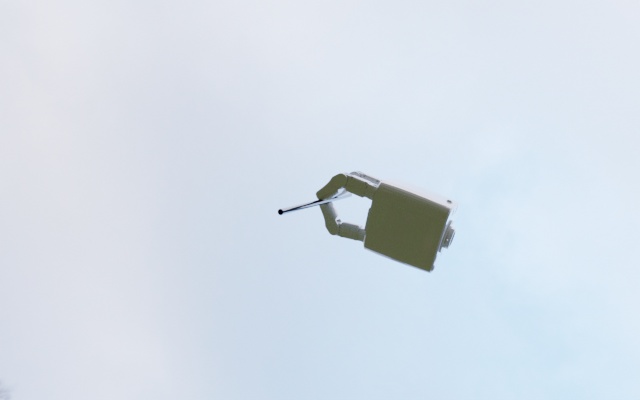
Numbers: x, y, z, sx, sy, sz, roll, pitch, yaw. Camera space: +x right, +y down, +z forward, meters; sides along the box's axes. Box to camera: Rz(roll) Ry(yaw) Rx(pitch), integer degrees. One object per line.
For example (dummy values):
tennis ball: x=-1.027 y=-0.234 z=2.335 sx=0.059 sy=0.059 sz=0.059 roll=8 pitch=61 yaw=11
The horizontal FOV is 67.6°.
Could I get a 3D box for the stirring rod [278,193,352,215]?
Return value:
stirring rod: x=0.000 y=0.002 z=0.705 sx=0.011 sy=0.011 sz=0.239 roll=0 pitch=6 yaw=25
